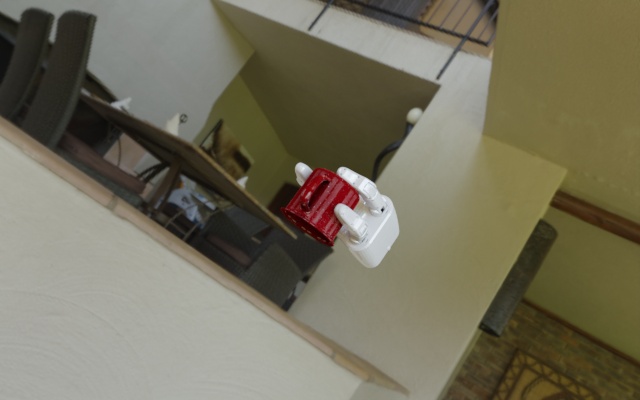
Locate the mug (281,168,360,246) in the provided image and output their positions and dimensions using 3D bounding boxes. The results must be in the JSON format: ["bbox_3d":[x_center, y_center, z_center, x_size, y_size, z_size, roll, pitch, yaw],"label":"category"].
[{"bbox_3d":[0.000,0.001,0.678,0.093,0.081,0.117,29,-14,25],"label":"mug"}]
